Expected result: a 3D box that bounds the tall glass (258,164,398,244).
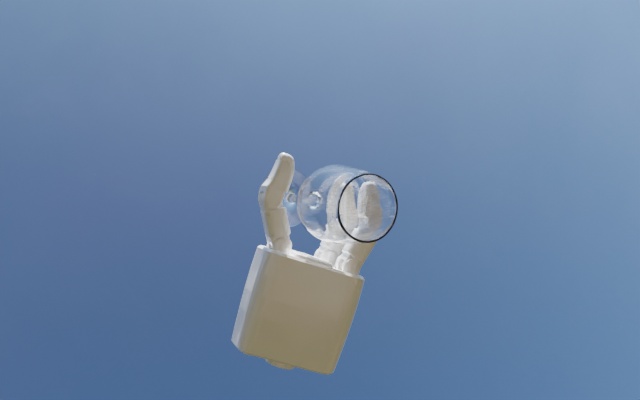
[{"bbox_3d":[0.000,0.001,0.506,0.079,0.079,0.201,0,3,-25],"label":"tall glass"}]
